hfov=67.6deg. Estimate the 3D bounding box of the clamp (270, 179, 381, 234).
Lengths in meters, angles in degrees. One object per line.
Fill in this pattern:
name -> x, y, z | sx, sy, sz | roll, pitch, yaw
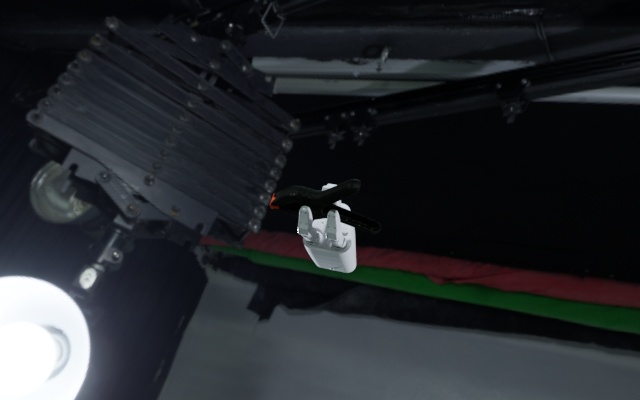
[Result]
clamp -> 0.000, 0.002, 0.877 | 0.210, 0.036, 0.165 | 8, -29, 18
